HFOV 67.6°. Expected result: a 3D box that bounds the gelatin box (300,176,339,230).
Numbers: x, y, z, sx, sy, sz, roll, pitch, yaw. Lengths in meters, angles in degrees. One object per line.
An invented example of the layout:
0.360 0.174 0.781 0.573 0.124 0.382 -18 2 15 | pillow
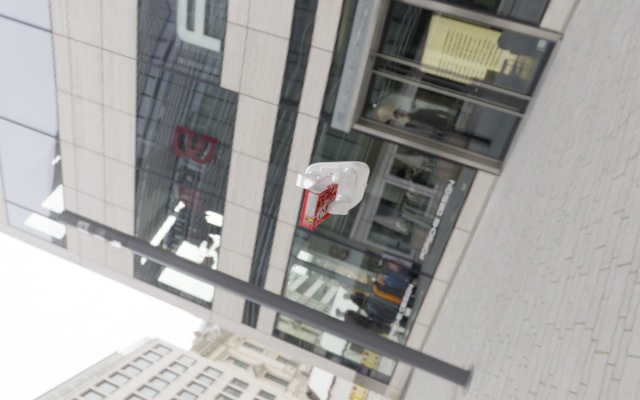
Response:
0.000 0.003 0.862 0.030 0.073 0.089 22 27 19 | gelatin box
